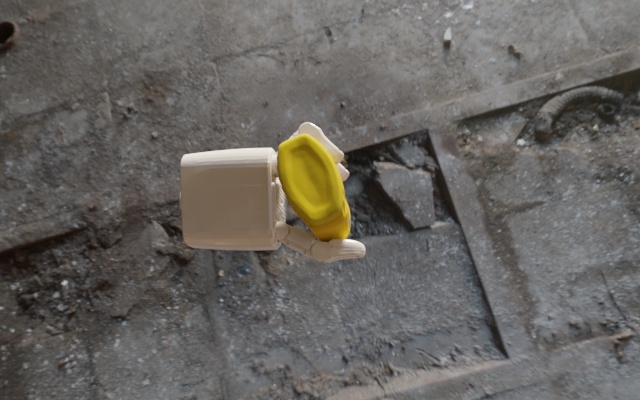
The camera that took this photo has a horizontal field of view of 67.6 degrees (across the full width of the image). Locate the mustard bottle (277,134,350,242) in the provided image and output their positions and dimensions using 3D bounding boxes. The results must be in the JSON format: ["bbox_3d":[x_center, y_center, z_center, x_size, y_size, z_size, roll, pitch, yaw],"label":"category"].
[{"bbox_3d":[0.000,0.002,0.547,0.058,0.096,0.192,-25,-16,0],"label":"mustard bottle"}]
